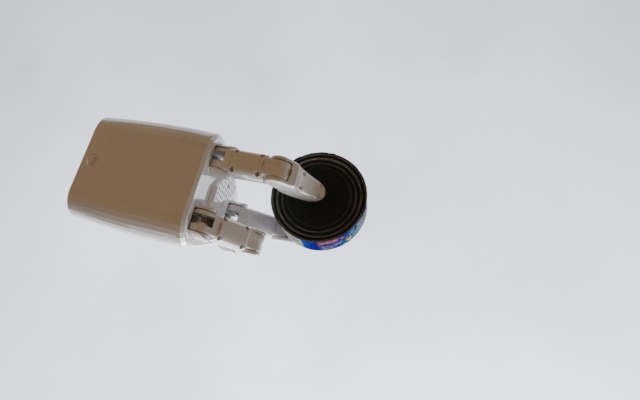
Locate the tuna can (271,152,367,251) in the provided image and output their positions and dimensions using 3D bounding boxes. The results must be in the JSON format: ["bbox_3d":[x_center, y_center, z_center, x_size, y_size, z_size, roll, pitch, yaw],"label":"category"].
[{"bbox_3d":[0.000,0.002,0.435,0.086,0.086,0.034,0,-22,7],"label":"tuna can"}]
